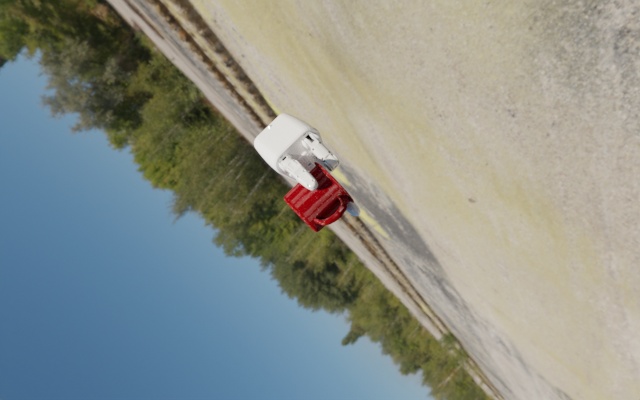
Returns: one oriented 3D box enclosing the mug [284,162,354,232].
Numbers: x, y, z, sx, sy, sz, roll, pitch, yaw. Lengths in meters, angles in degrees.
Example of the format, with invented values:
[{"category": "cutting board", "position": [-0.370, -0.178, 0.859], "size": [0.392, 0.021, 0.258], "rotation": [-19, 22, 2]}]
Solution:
[{"category": "mug", "position": [0.001, 0.003, 0.777], "size": [0.093, 0.081, 0.117], "rotation": [47, -3, -40]}]
